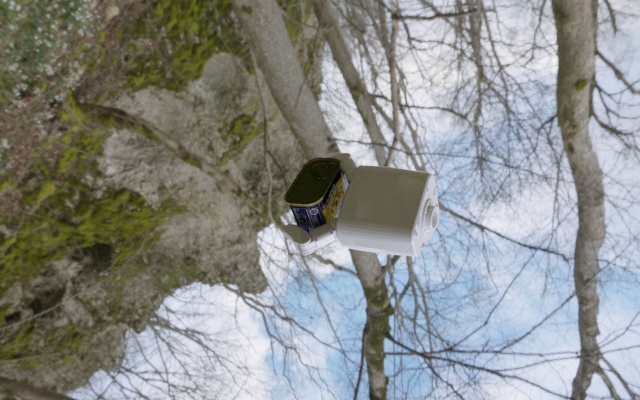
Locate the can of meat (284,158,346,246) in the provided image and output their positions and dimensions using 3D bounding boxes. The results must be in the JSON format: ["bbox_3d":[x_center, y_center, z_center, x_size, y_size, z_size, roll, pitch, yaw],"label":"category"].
[{"bbox_3d":[0.000,0.003,0.683,0.057,0.084,0.102,3,43,26],"label":"can of meat"}]
